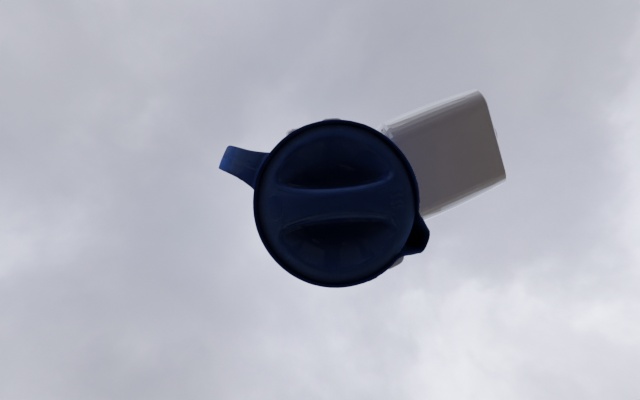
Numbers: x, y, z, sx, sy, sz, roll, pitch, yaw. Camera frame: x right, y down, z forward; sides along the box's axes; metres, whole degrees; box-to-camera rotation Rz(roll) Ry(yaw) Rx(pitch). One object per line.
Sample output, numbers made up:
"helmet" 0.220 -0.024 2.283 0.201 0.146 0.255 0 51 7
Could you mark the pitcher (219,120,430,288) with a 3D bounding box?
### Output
"pitcher" 0.000 0.002 0.489 0.145 0.149 0.243 -24 -1 -3
